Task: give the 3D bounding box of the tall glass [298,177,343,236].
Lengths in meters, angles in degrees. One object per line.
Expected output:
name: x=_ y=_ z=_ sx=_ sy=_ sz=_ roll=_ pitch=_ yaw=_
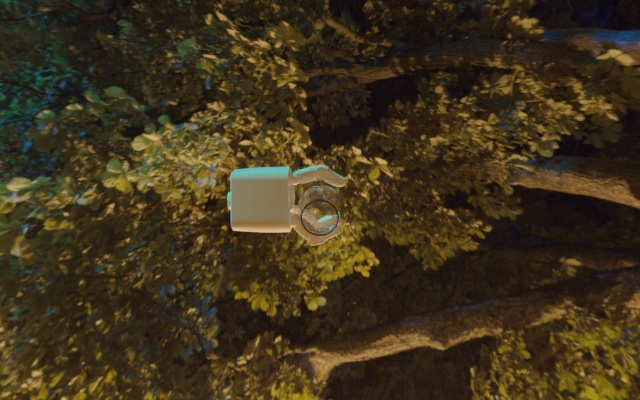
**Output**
tall glass: x=0.000 y=0.003 z=0.868 sx=0.079 sy=0.079 sz=0.201 roll=0 pitch=15 yaw=1
